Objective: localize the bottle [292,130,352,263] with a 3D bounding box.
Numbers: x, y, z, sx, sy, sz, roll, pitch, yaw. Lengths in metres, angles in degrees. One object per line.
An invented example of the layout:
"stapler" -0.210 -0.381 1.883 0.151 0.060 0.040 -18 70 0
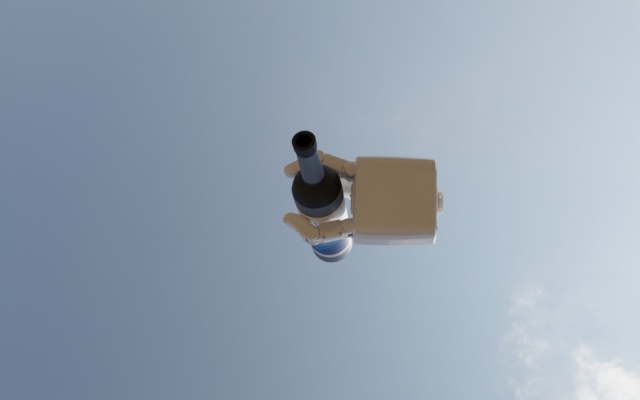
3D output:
"bottle" 0.000 0.002 0.656 0.069 0.069 0.296 0 -28 8
